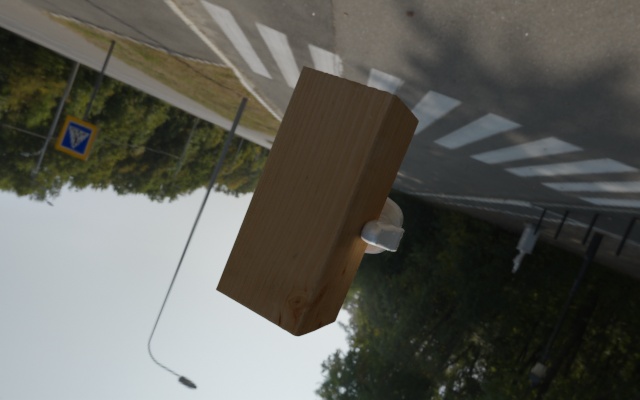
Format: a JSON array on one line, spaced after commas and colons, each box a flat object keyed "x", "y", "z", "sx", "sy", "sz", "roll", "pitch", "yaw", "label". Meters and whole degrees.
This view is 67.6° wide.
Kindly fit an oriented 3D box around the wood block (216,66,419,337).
[{"x": 0.000, "y": 0.002, "z": 0.428, "sx": 0.091, "sy": 0.206, "sz": 0.090, "roll": 23, "pitch": 5, "yaw": 24, "label": "wood block"}]
